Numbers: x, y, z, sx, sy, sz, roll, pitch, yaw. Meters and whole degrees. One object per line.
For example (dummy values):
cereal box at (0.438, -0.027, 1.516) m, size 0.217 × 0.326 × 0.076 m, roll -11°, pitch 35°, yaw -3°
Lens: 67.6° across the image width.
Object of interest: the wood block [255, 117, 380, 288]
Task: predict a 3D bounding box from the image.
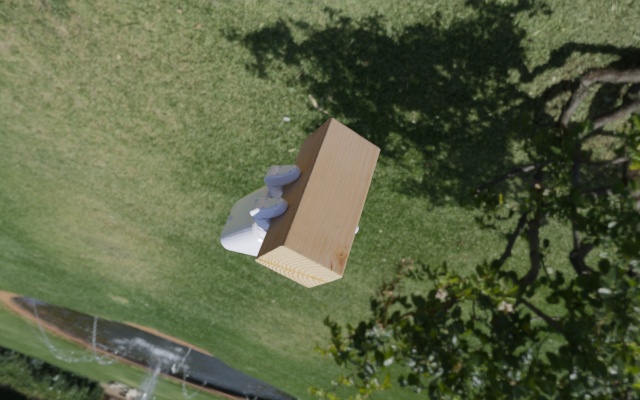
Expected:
wood block at (0.000, 0.003, 0.659) m, size 0.091 × 0.206 × 0.090 m, roll 30°, pitch -31°, yaw -19°
